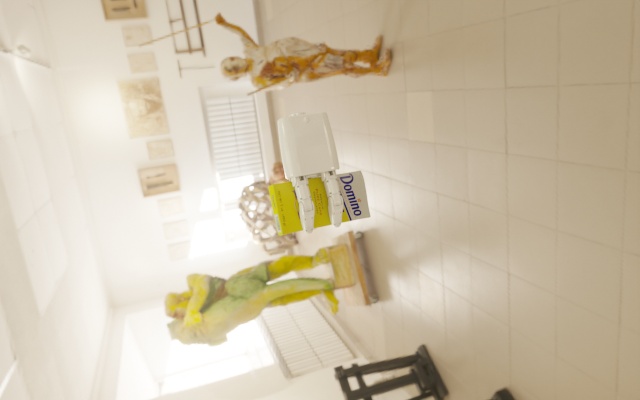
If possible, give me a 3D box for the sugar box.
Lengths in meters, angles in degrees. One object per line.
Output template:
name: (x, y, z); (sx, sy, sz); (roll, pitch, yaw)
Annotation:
sugar box: (0.000, 0.003, 0.880); (0.176, 0.093, 0.048); (-11, 0, -17)
